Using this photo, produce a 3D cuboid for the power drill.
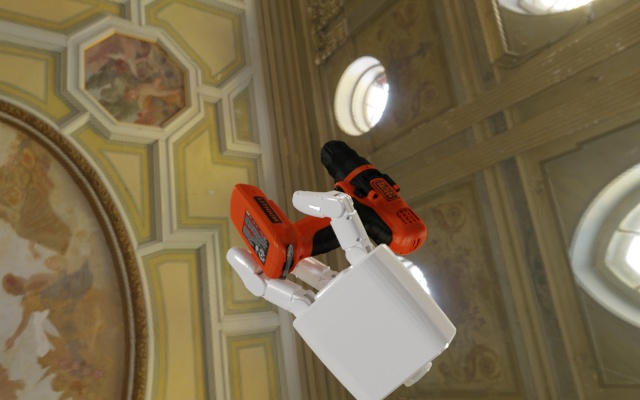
[{"bbox_3d":[0.000,0.002,0.530,0.187,0.057,0.184,-15,47,-30],"label":"power drill"}]
